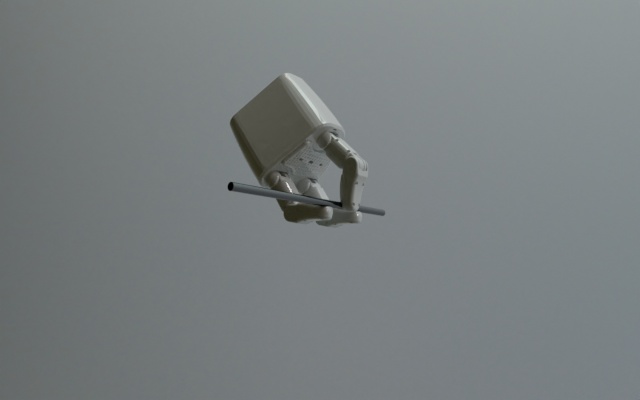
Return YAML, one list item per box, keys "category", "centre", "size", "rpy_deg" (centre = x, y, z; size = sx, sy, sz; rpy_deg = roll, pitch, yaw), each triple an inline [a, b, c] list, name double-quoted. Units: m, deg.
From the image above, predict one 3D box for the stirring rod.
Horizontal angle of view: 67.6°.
- category: "stirring rod"
  centre: [0.000, 0.002, 0.498]
  size: [0.011, 0.011, 0.239]
  rpy_deg: [0, -7, 40]
